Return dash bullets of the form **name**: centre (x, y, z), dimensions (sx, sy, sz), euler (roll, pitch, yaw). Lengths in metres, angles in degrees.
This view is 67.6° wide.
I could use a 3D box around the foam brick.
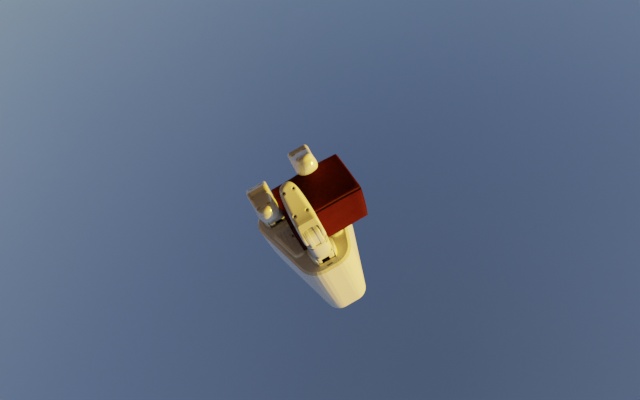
- **foam brick**: centre (0.000, 0.001, 0.480), dimensions (0.078, 0.053, 0.051), euler (-29, -36, -2)
